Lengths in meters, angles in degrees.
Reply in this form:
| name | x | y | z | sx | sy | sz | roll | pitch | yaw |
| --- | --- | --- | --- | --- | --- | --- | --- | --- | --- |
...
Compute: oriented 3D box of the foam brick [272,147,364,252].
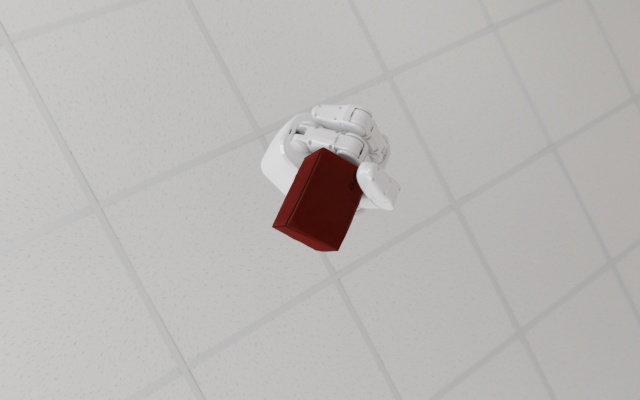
| name | x | y | z | sx | sy | sz | roll | pitch | yaw |
| --- | --- | --- | --- | --- | --- | --- | --- | --- | --- |
| foam brick | 0.000 | 0.002 | 0.428 | 0.053 | 0.078 | 0.051 | 29 | -15 | -16 |
